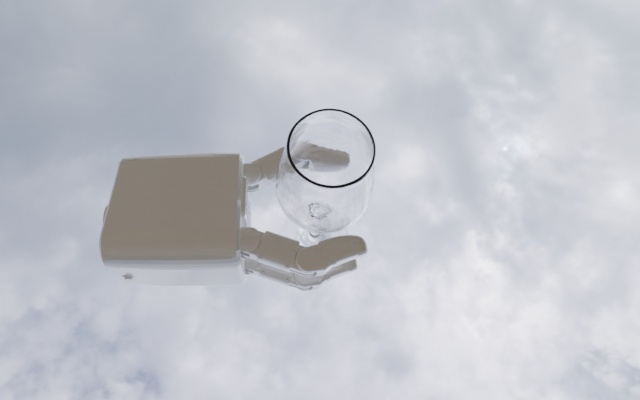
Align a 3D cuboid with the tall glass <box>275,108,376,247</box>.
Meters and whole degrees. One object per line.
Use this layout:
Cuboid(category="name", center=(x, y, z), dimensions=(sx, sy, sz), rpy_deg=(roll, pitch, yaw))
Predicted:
Cuboid(category="tall glass", center=(0.000, 0.002, 0.417), dimensions=(0.079, 0.079, 0.201), rpy_deg=(0, -23, -5))
